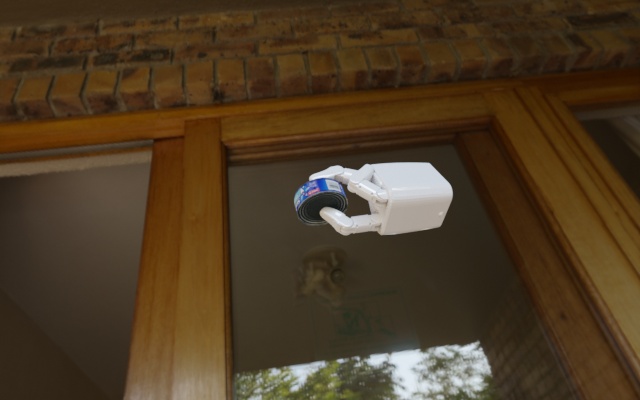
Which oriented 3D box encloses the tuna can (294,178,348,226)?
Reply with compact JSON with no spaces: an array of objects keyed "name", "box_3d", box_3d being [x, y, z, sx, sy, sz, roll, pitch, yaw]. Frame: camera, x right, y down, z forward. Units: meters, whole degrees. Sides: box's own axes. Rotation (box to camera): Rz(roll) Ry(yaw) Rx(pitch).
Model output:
[{"name":"tuna can","box_3d":[0.000,0.002,0.787,0.086,0.033,0.086,-11,-39,-9]}]
